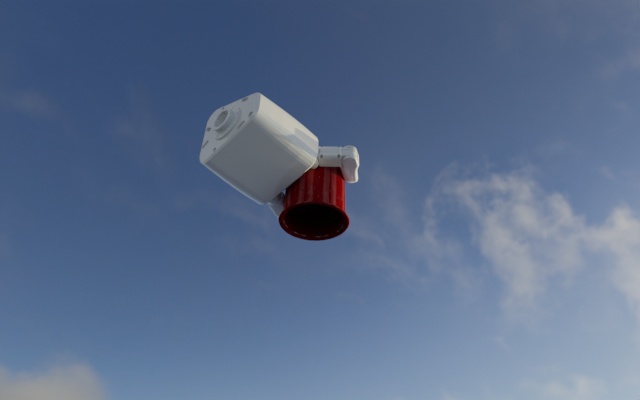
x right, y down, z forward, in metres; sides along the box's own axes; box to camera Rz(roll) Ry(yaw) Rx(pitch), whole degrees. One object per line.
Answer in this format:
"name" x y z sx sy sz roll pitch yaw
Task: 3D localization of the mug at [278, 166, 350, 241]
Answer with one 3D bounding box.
"mug" 0.001 0.003 0.657 0.093 0.081 0.117 -24 -43 31
